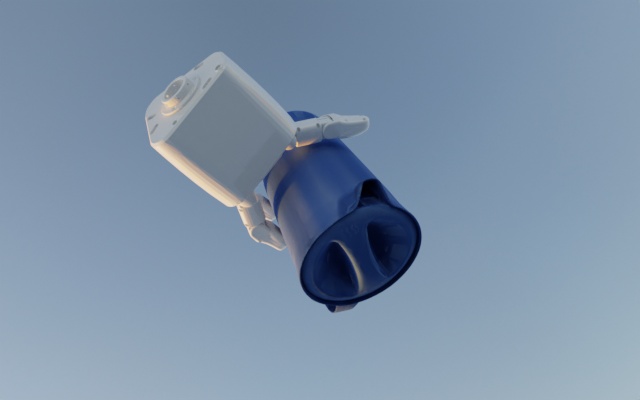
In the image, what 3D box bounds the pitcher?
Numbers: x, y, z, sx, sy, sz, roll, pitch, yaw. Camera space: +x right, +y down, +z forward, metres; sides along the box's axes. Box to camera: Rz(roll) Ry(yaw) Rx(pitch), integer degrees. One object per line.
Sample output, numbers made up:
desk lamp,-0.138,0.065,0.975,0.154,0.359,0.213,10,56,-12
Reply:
pitcher,0.000,0.002,0.565,0.145,0.149,0.242,40,13,-41
